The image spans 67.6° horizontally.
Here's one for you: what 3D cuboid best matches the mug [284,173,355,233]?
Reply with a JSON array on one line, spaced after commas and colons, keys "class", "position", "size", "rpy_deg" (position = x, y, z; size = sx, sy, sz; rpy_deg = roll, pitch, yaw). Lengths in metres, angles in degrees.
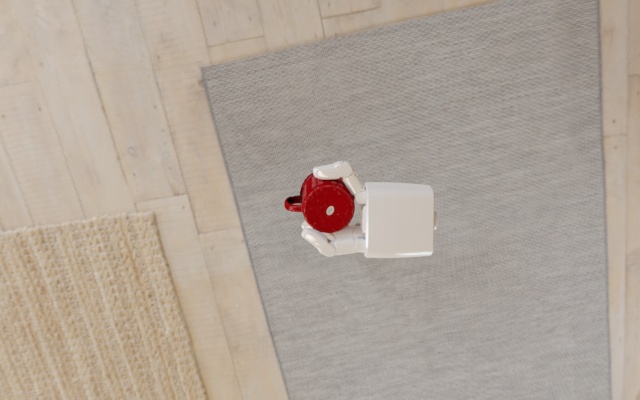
[{"class": "mug", "position": [-0.001, 0.003, 0.765], "size": [0.117, 0.093, 0.081], "rpy_deg": [-1, 17, -1]}]
